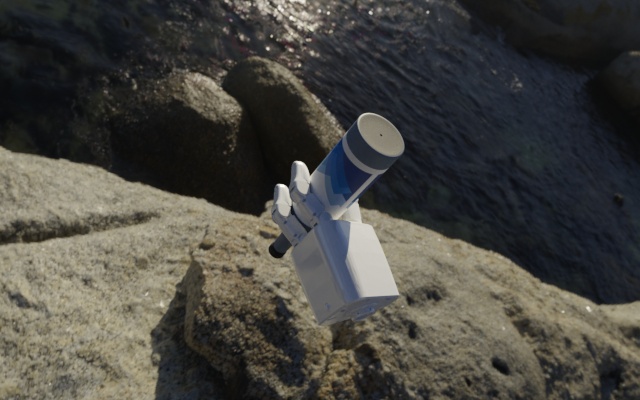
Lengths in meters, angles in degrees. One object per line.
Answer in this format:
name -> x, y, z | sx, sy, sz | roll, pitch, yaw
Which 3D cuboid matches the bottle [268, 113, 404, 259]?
bottle -> 0.000, 0.002, 0.657 | 0.069, 0.069, 0.296 | 0, -32, -35
